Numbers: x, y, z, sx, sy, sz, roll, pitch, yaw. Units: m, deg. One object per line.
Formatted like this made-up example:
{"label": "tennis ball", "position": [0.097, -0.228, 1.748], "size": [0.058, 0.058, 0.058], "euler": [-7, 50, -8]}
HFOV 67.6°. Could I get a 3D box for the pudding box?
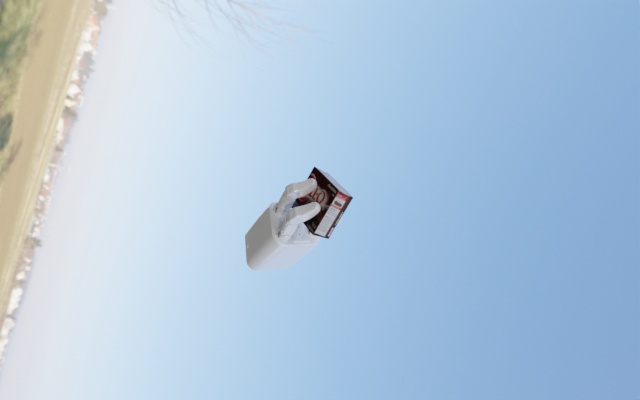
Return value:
{"label": "pudding box", "position": [0.000, 0.003, 0.844], "size": [0.039, 0.090, 0.113], "euler": [21, 15, -34]}
